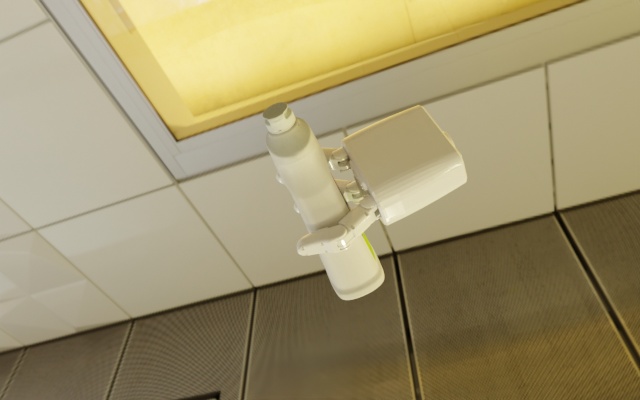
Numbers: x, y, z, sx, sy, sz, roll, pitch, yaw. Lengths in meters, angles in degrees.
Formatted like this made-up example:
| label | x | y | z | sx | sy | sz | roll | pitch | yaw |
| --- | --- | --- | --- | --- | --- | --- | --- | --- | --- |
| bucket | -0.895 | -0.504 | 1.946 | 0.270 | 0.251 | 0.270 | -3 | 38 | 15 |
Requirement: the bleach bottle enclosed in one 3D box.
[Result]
| label | x | y | z | sx | sy | sz | roll | pitch | yaw |
| --- | --- | --- | --- | --- | --- | --- | --- | --- | --- |
| bleach bottle | 0.000 | 0.002 | 0.553 | 0.068 | 0.251 | 0.102 | -26 | 38 | 1 |
